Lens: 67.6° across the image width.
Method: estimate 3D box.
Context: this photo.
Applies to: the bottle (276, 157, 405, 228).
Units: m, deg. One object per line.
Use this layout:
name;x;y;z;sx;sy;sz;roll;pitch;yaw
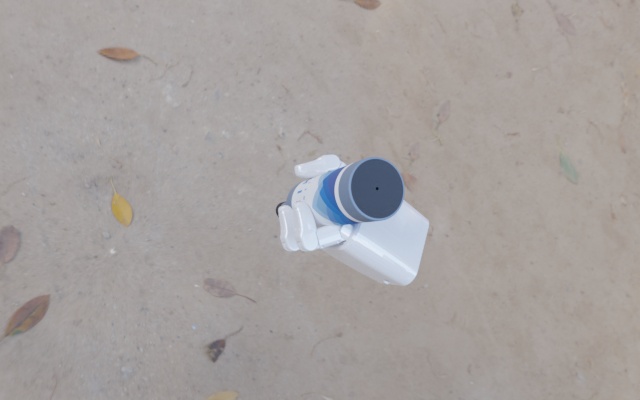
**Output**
bottle;0.000;0.002;0.622;0.069;0.069;0.296;0;-6;-24
